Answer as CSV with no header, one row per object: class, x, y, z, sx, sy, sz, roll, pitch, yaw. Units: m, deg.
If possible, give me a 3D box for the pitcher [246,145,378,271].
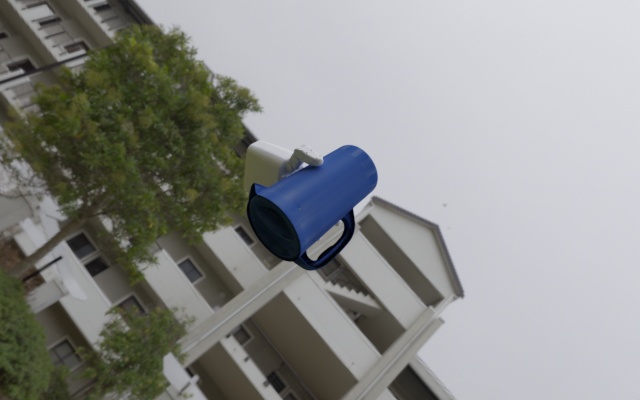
pitcher,0.000,0.003,0.876,0.145,0.149,0.242,26,47,35
